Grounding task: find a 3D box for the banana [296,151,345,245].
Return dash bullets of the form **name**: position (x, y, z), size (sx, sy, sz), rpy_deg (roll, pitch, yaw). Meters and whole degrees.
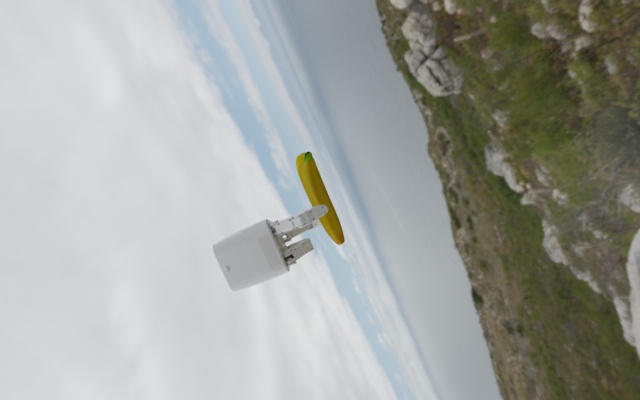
- **banana**: position (-0.004, -0.009, 0.833), size (0.037, 0.198, 0.069), rpy_deg (-23, 32, 1)
